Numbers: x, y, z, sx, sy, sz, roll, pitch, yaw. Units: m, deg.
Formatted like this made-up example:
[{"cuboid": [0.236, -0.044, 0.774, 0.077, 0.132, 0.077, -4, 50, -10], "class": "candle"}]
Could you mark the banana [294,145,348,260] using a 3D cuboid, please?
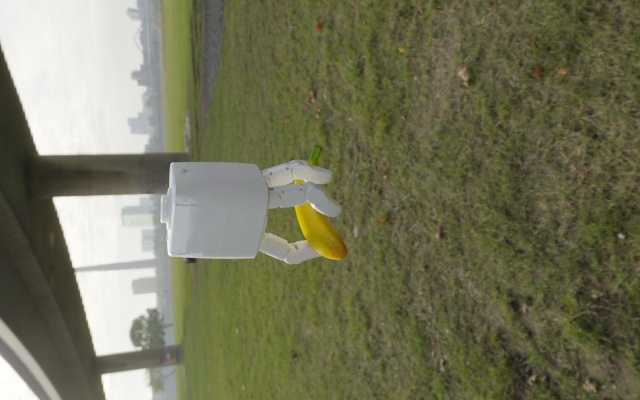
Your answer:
[{"cuboid": [-0.007, 0.012, 0.645, 0.037, 0.197, 0.070, 6, -44, -23], "class": "banana"}]
